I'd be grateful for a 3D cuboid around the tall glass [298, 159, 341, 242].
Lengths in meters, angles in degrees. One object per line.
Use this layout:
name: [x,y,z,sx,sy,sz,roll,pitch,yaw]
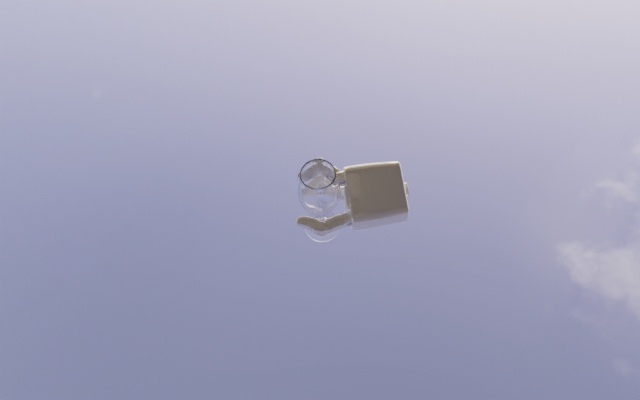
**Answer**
tall glass: [0.000,0.003,0.892,0.079,0.079,0.201,0,-29,3]
